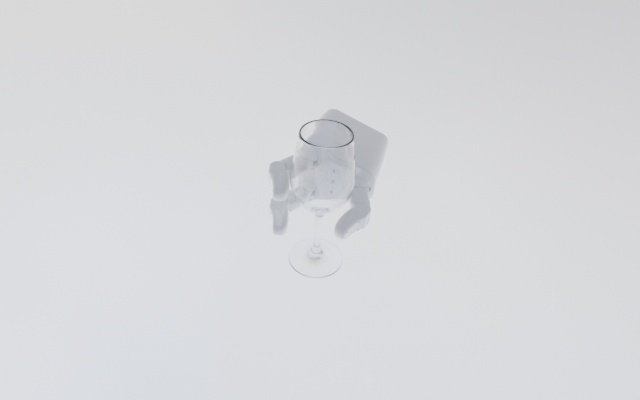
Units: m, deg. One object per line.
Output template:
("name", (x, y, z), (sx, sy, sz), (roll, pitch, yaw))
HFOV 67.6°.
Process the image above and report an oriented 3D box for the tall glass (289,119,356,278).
("tall glass", (0.000, 0.003, 0.592), (0.079, 0.201, 0.079), (3, 40, -2))
